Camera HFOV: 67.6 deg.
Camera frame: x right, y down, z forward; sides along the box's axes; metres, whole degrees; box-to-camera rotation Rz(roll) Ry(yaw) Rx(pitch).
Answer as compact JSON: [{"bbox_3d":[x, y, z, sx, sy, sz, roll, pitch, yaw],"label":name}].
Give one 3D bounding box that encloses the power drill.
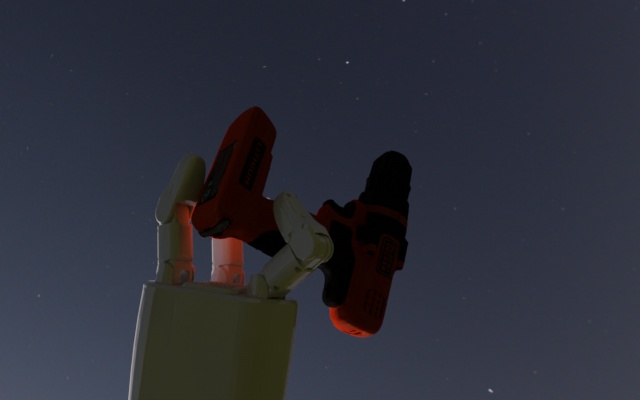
[{"bbox_3d":[0.000,0.001,0.410,0.188,0.184,0.057,30,-31,-25],"label":"power drill"}]
